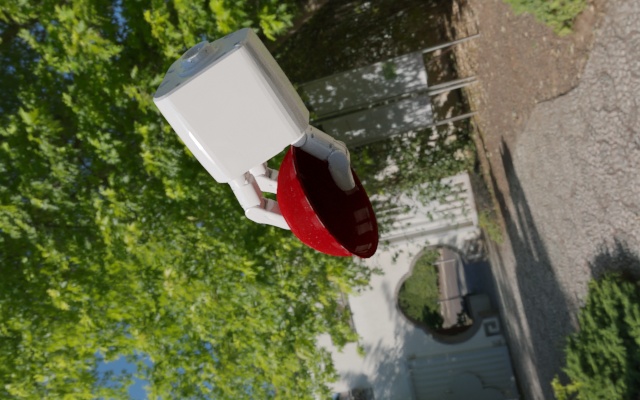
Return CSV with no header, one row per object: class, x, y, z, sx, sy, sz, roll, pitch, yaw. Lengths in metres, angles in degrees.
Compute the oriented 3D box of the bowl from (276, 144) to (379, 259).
bowl,0.001,0.003,0.543,0.055,0.162,0.162,-30,-14,24
